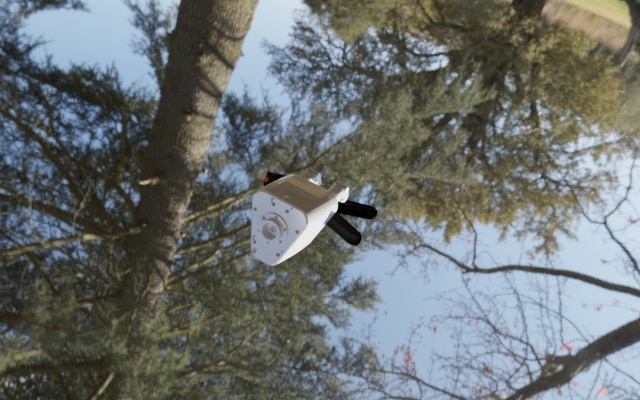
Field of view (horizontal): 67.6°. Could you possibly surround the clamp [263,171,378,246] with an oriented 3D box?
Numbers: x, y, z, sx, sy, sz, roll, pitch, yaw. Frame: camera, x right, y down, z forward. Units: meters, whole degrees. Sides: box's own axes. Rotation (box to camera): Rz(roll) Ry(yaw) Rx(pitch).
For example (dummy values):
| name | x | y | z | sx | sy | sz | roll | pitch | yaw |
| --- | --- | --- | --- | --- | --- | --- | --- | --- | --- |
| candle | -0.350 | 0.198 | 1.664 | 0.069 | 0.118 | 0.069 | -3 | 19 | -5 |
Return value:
| name | x | y | z | sx | sy | sz | roll | pitch | yaw |
| --- | --- | --- | --- | --- | --- | --- | --- | --- | --- |
| clamp | -0.001 | 0.003 | 0.832 | 0.210 | 0.036 | 0.164 | 28 | 19 | 15 |
